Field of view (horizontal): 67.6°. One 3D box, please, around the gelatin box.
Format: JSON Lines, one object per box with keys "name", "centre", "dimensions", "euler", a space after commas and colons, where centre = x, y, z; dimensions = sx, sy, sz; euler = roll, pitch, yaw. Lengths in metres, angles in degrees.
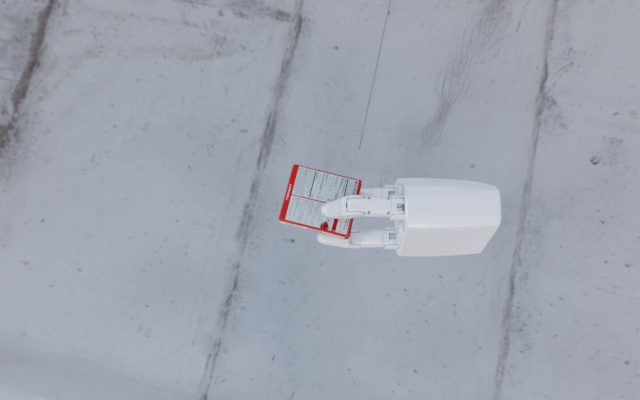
{"name": "gelatin box", "centre": [0.000, 0.002, 0.587], "dimensions": [0.089, 0.073, 0.030], "euler": [14, -9, 1]}
